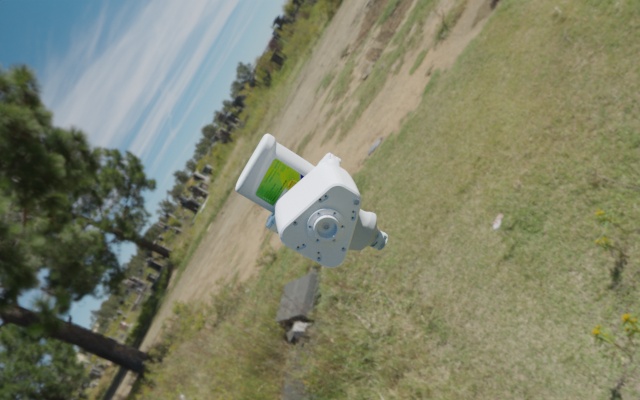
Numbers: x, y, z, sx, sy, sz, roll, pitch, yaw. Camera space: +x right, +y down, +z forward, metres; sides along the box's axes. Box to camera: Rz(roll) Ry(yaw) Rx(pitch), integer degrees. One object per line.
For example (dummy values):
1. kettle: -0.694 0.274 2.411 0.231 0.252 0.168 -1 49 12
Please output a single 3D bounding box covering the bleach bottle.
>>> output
1. bleach bottle: 0.000 0.002 0.745 0.251 0.102 0.068 29 14 -14
